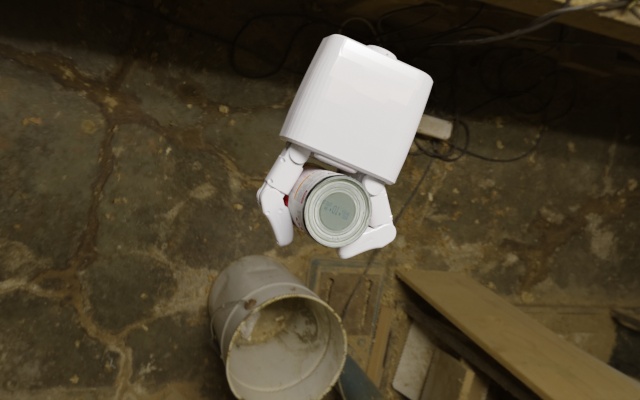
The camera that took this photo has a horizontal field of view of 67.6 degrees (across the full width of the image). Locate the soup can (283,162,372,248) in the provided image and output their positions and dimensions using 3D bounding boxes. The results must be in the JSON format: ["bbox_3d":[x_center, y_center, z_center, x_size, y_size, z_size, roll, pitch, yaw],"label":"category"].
[{"bbox_3d":[0.000,0.002,0.466,0.068,0.068,0.102,0,10,-20],"label":"soup can"}]
